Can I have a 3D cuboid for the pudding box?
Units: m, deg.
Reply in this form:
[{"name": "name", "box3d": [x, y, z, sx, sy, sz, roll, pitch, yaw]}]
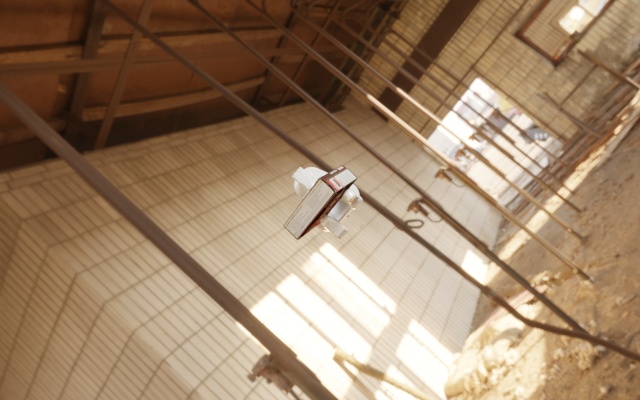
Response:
[{"name": "pudding box", "box3d": [0.000, 0.002, 0.760, 0.039, 0.113, 0.090, 40, 29, 8]}]
